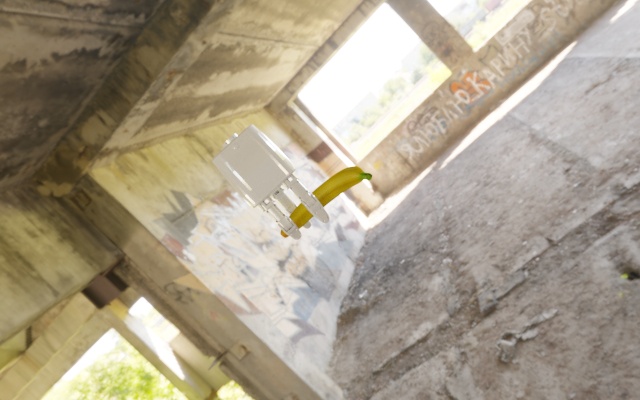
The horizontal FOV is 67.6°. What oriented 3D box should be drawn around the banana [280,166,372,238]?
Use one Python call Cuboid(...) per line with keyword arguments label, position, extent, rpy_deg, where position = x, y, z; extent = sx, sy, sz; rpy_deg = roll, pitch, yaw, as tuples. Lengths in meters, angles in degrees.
Cuboid(label="banana", position=(0.005, -0.006, 0.842), extent=(0.198, 0.037, 0.069), rpy_deg=(-37, 11, 19))
